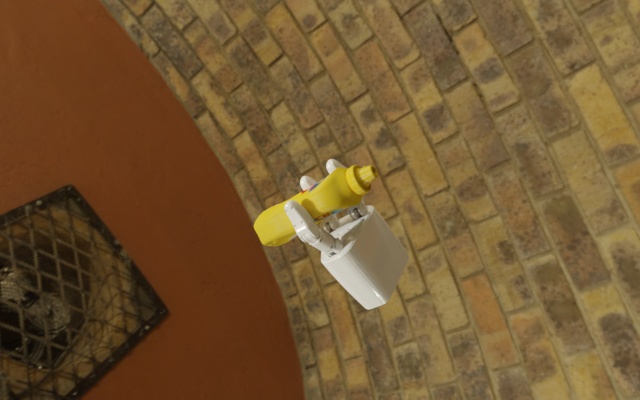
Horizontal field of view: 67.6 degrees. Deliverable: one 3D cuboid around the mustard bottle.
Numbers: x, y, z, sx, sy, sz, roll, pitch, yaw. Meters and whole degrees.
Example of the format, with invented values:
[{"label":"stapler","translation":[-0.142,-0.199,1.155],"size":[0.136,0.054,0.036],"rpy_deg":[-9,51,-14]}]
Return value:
[{"label":"mustard bottle","translation":[0.000,0.002,0.677],"size":[0.192,0.058,0.096],"rpy_deg":[-29,-4,31]}]
